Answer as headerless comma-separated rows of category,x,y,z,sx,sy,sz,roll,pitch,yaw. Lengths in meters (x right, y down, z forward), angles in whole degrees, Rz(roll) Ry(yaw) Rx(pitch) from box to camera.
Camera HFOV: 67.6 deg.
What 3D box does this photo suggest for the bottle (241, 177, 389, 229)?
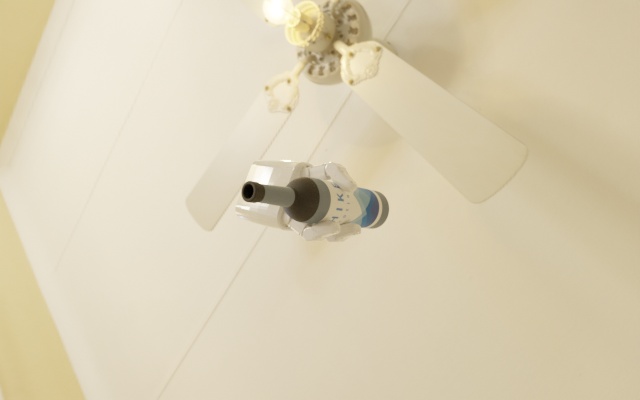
bottle,0.000,0.002,0.713,0.069,0.069,0.296,0,-5,38
